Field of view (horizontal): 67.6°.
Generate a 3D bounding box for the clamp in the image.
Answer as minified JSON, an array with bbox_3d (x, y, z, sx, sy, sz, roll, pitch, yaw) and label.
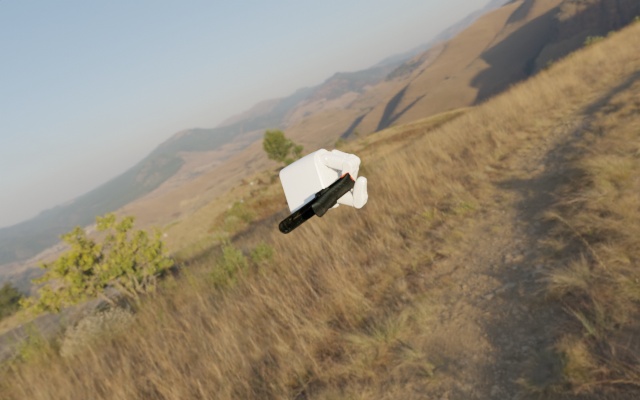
[{"bbox_3d":[0.000,0.002,0.848,0.120,0.039,0.171,-22,9,39],"label":"clamp"}]
